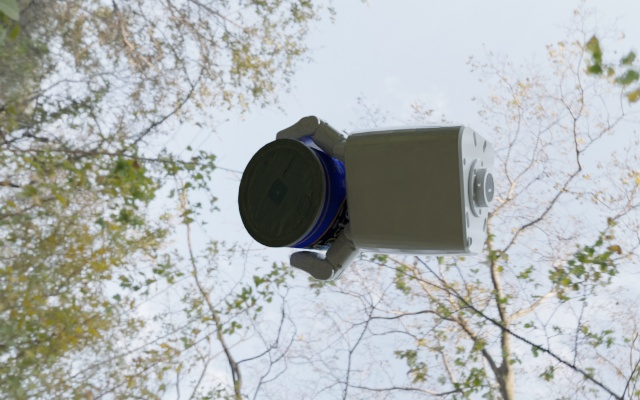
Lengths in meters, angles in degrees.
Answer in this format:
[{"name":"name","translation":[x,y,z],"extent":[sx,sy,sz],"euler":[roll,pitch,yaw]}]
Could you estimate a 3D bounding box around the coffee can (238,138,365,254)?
[{"name":"coffee can","translation":[0.000,0.002,0.496],"extent":[0.103,0.103,0.140],"euler":[0,-8,36]}]
